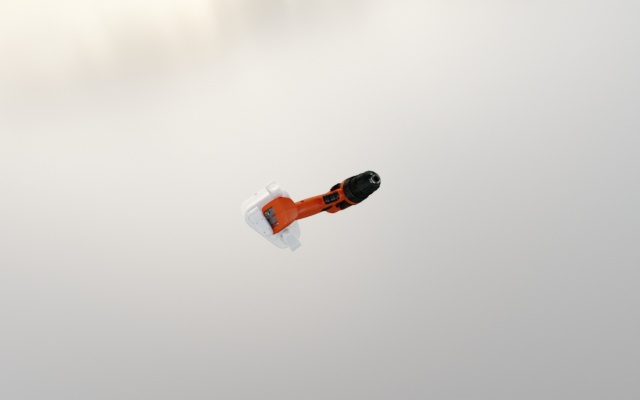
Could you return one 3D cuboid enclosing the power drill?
[{"bbox_3d":[0.000,0.003,0.869,0.187,0.057,0.184,-15,-9,-29],"label":"power drill"}]
